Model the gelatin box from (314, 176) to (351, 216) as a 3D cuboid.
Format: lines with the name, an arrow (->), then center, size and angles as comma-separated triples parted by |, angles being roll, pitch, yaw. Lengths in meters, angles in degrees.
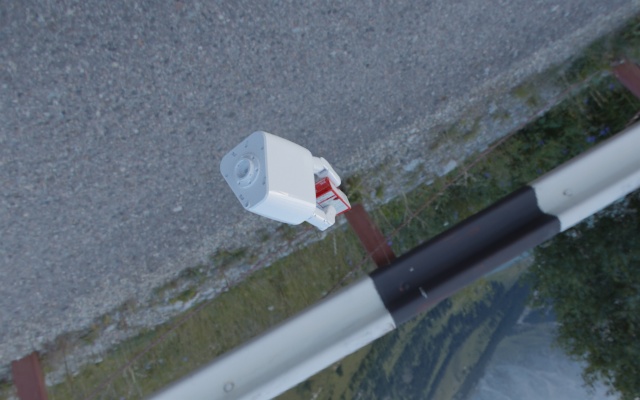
gelatin box -> 0.000, 0.003, 0.799 | 0.073, 0.030, 0.089 | -27, -31, 13
